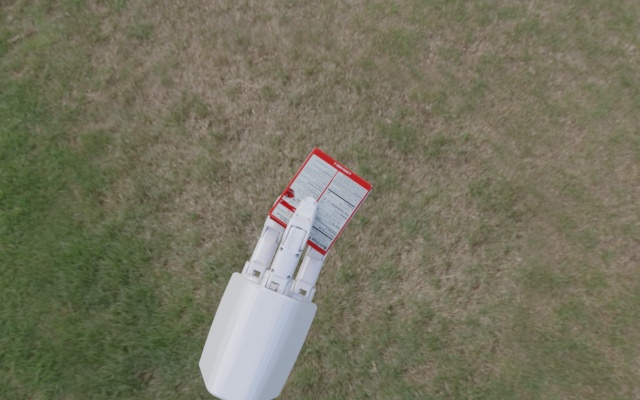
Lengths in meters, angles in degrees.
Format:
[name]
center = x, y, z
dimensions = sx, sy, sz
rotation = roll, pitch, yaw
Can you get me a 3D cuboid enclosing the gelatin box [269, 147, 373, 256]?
[gelatin box]
center = 0.000, 0.001, 0.500
dimensions = 0.073, 0.089, 0.030
rotation = 34, -5, 5
